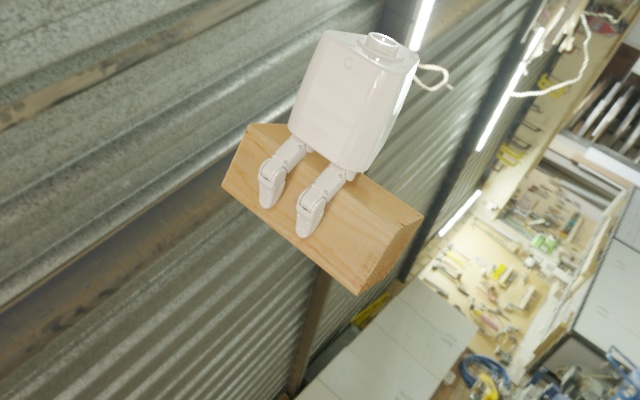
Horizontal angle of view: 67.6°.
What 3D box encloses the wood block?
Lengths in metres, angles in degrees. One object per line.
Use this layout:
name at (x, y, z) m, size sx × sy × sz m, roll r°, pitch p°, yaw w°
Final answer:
wood block at (0.000, 0.001, 0.549) m, size 0.206 × 0.090 × 0.091 m, roll 37°, pitch 23°, yaw 21°
